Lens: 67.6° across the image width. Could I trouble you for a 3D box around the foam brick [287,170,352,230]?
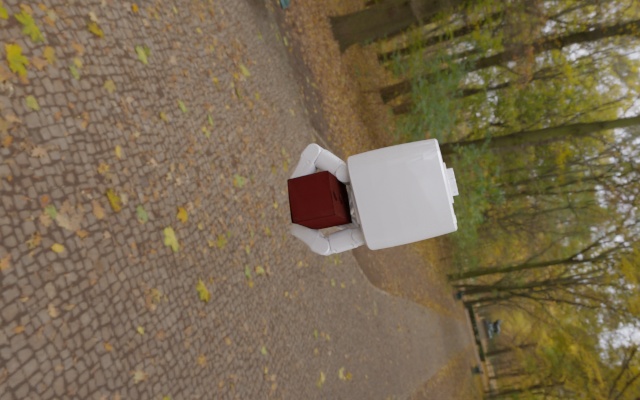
[{"bbox_3d":[0.000,0.002,0.561,0.051,0.053,0.078,-11,-12,16],"label":"foam brick"}]
